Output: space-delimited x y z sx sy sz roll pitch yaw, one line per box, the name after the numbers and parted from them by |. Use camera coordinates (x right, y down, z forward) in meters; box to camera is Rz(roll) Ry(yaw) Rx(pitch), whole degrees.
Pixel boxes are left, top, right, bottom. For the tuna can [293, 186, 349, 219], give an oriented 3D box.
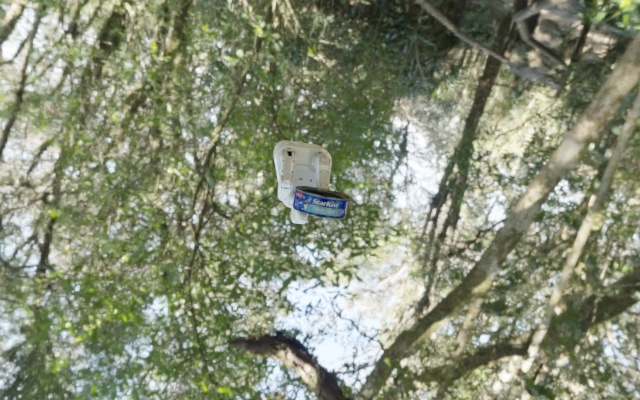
0.000 0.003 0.751 0.086 0.034 0.086 11 9 -2 | tuna can
